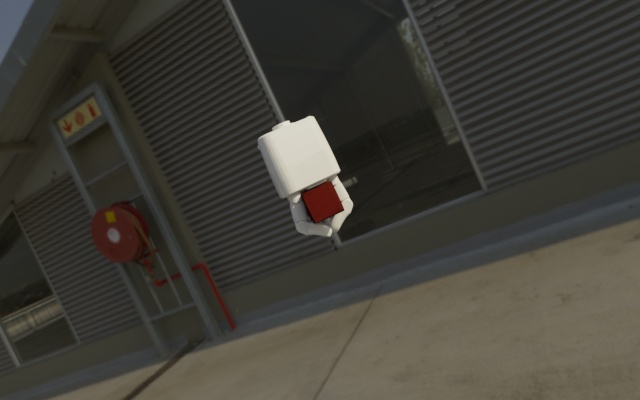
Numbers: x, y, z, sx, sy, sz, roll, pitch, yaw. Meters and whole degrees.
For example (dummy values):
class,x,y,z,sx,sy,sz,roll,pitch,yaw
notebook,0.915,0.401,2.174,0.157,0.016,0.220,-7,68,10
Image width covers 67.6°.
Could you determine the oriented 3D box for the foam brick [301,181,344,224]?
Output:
class,x,y,z,sx,sy,sz,roll,pitch,yaw
foam brick,0.000,0.003,0.775,0.053,0.051,0.078,-25,4,-6
